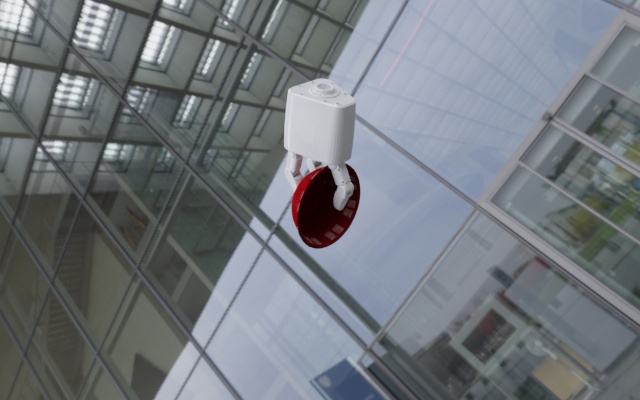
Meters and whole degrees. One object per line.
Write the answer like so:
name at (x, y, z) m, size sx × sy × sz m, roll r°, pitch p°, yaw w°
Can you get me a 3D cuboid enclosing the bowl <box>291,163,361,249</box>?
bowl at (0.000, 0.004, 0.863) m, size 0.055 × 0.162 × 0.162 m, roll 23°, pitch 15°, yaw 40°
